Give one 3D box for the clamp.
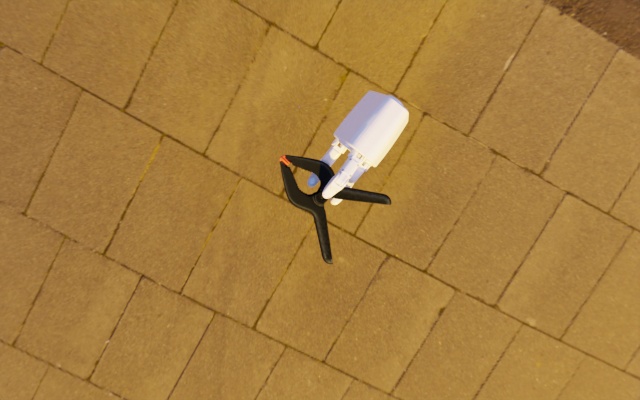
[{"bbox_3d":[0.000,0.002,0.853,0.210,0.164,0.036,37,2,-9],"label":"clamp"}]
